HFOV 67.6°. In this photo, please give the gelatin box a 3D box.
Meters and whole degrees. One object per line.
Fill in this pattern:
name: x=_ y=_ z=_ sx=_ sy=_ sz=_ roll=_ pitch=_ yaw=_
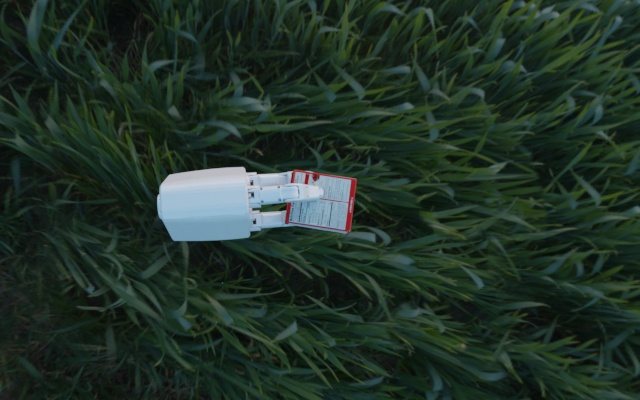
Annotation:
gelatin box: x=0.000 y=0.002 z=0.646 sx=0.089 sy=0.073 sz=0.030 roll=8 pitch=-10 yaw=-5
